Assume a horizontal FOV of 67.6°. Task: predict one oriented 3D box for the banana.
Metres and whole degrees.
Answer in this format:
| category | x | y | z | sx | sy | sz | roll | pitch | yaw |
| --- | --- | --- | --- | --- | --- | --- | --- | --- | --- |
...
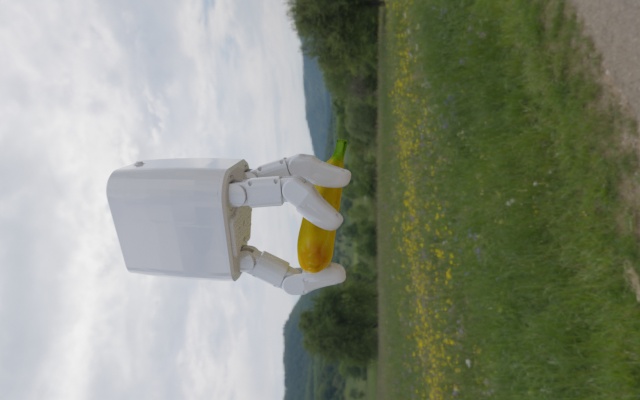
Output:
| category | x | y | z | sx | sy | sz | roll | pitch | yaw |
| --- | --- | --- | --- | --- | --- | --- | --- | --- | --- |
| banana | 0.000 | 0.014 | 0.481 | 0.037 | 0.070 | 0.197 | 7 | 38 | 4 |
